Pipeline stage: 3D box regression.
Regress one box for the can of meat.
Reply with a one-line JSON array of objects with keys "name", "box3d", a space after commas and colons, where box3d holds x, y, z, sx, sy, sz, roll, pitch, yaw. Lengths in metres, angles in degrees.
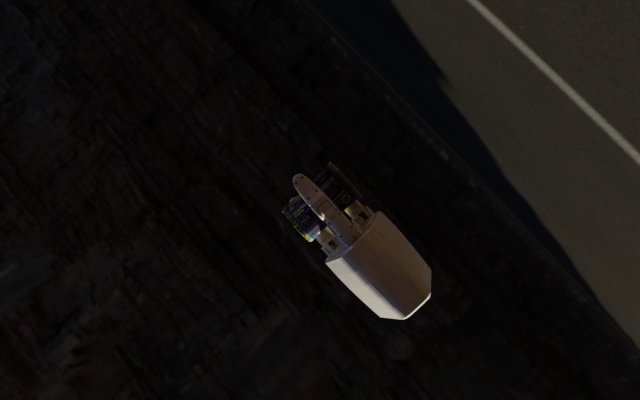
[{"name": "can of meat", "box3d": [0.000, 0.002, 0.601, 0.084, 0.057, 0.102, -43, 3, 1]}]
